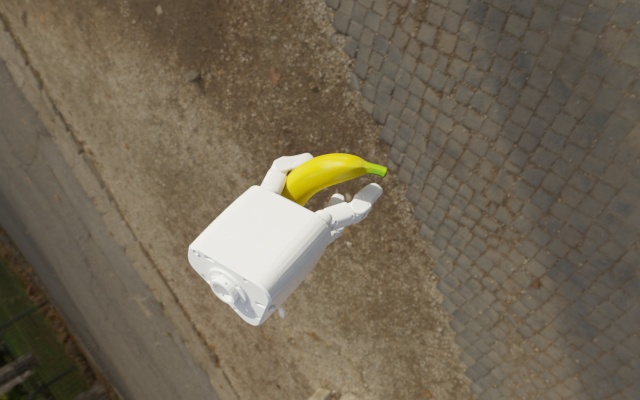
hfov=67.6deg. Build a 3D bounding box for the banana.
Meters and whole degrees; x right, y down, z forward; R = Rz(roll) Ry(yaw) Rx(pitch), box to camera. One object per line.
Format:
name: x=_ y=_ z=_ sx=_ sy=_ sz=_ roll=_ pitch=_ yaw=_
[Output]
banana: x=-0.011 y=-0.011 z=0.577 sx=0.070 sy=0.037 sz=0.198 roll=43 pitch=-39 yaw=-15
